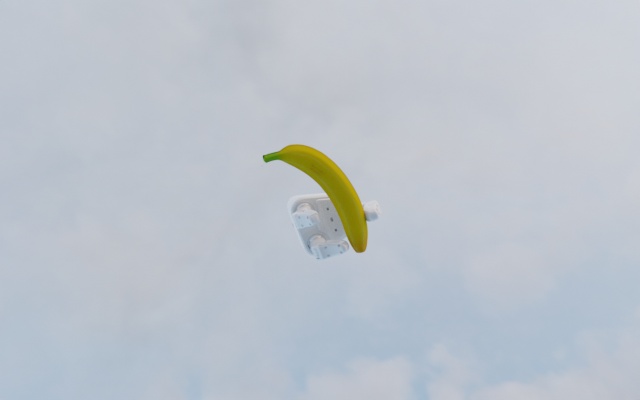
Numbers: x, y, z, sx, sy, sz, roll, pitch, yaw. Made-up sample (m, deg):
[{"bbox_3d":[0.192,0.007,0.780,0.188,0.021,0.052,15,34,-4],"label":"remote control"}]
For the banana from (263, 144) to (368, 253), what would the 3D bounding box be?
[{"bbox_3d":[0.011,-0.014,0.666,0.198,0.069,0.037,44,-5,-12],"label":"banana"}]
